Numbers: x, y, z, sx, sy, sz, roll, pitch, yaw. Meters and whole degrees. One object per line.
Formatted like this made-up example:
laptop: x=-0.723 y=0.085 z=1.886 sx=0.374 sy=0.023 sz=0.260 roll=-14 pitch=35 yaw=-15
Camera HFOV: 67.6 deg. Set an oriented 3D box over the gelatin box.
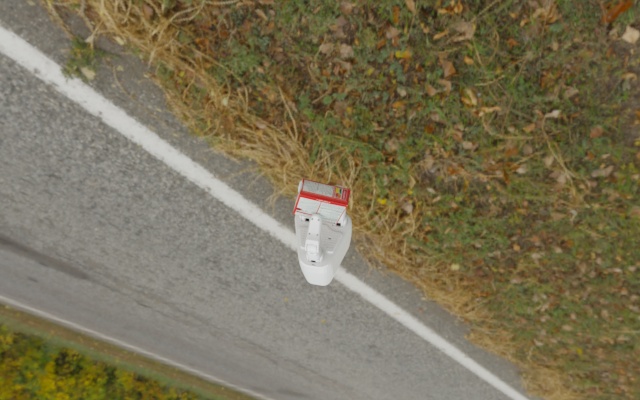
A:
gelatin box: x=0.000 y=0.003 z=0.727 sx=0.073 sy=0.030 sz=0.089 roll=13 pitch=-23 yaw=-4
